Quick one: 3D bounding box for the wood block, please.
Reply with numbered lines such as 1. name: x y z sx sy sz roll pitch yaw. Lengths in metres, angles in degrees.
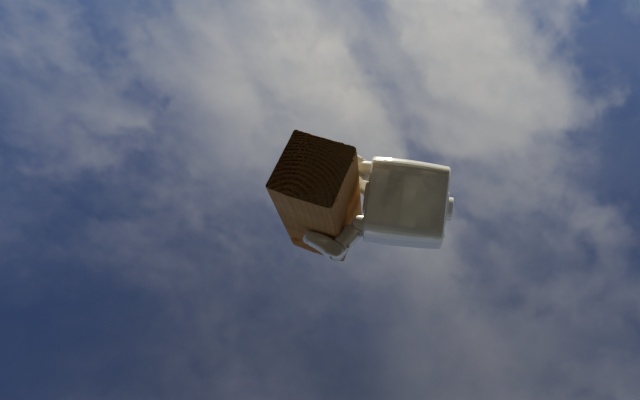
1. wood block: 0.000 0.003 0.674 0.090 0.090 0.206 18 -22 15
